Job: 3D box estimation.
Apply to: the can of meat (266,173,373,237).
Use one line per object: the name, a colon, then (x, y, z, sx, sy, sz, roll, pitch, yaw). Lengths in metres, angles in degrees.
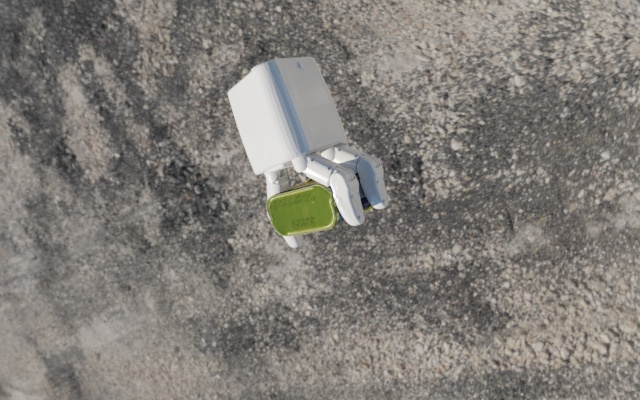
can of meat: (0.000, 0.002, 0.560, 0.102, 0.057, 0.084, -13, 7, 38)
